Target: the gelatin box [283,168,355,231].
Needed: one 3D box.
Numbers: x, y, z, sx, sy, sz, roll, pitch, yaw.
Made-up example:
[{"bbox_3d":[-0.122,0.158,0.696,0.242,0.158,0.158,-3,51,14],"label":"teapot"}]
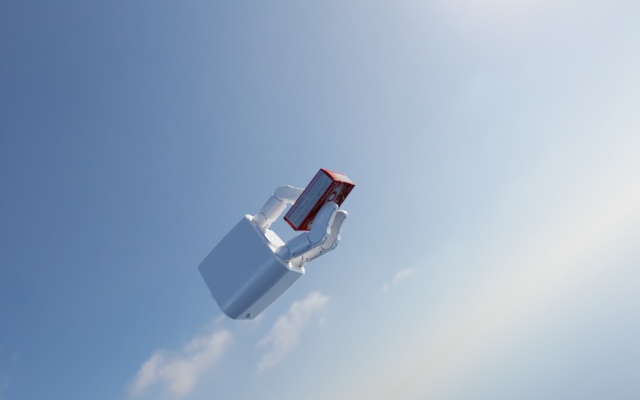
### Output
[{"bbox_3d":[0.000,0.002,0.654,0.030,0.089,0.073,42,14,23],"label":"gelatin box"}]
